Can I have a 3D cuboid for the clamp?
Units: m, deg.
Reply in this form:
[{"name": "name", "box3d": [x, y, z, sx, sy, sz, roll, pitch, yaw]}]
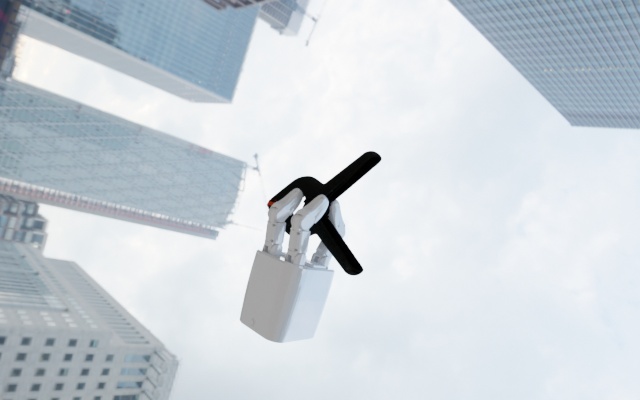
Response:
[{"name": "clamp", "box3d": [0.000, 0.003, 0.686, 0.036, 0.164, 0.210, 16, -2, -43]}]
